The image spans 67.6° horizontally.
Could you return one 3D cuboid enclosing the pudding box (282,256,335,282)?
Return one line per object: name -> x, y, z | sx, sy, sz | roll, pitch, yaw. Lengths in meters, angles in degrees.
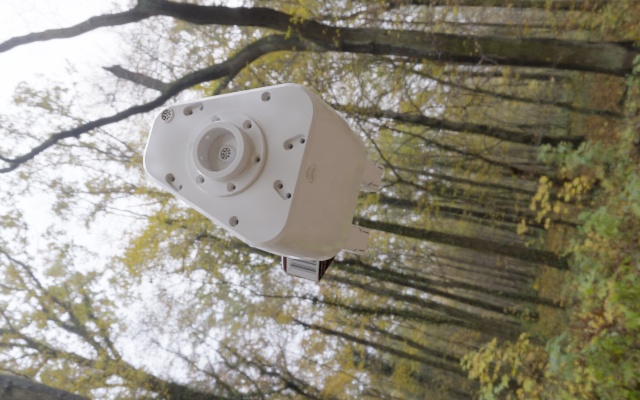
pudding box -> 0.000, 0.001, 0.429 | 0.039, 0.113, 0.090 | 12, 24, 16
